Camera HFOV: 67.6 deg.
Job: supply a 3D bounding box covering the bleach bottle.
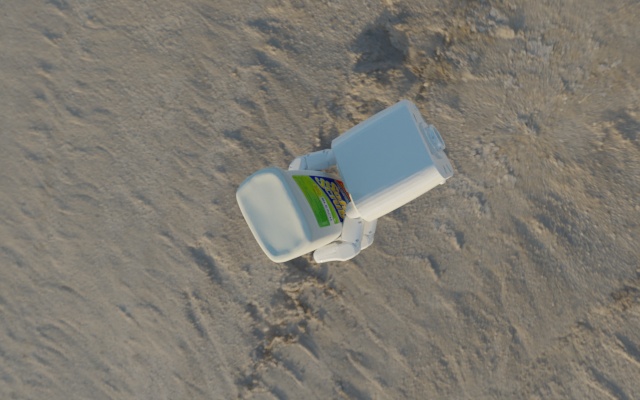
[{"bbox_3d":[0.000,0.002,0.609,0.068,0.102,0.251,-30,-5,24],"label":"bleach bottle"}]
